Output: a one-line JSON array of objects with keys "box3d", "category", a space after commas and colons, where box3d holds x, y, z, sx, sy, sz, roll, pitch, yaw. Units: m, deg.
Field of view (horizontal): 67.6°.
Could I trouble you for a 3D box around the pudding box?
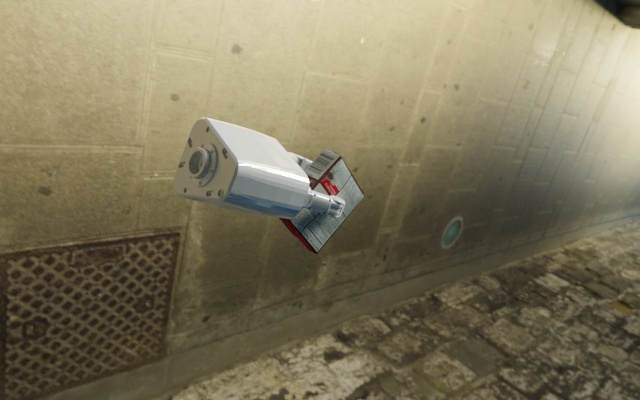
[{"box3d": [0.000, 0.002, 0.638, 0.039, 0.113, 0.090, 30, -18, 42], "category": "pudding box"}]
